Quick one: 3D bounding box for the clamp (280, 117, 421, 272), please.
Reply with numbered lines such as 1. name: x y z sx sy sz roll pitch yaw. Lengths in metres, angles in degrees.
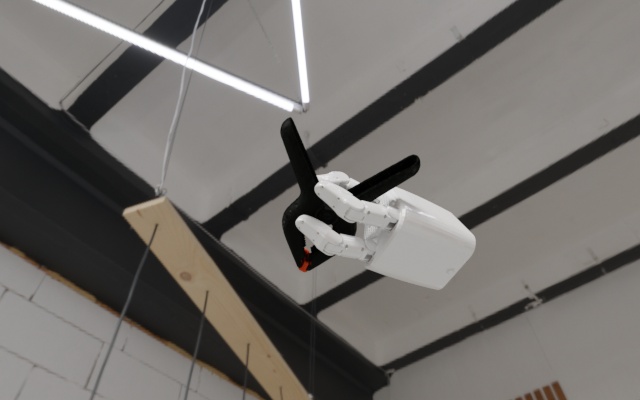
1. clamp: 0.000 0.002 0.582 0.164 0.210 0.036 22 33 -13
